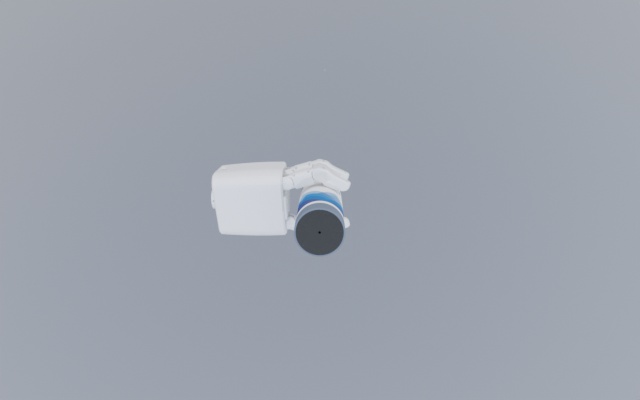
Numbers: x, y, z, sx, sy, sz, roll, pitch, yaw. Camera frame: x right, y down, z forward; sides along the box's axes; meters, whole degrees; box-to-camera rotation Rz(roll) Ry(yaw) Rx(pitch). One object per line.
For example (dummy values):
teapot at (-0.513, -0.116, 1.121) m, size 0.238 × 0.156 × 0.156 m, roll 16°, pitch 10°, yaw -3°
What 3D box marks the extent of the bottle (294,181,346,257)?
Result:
bottle at (0.000, 0.003, 0.750) m, size 0.069 × 0.069 × 0.295 m, roll 0°, pitch 15°, yaw 0°
